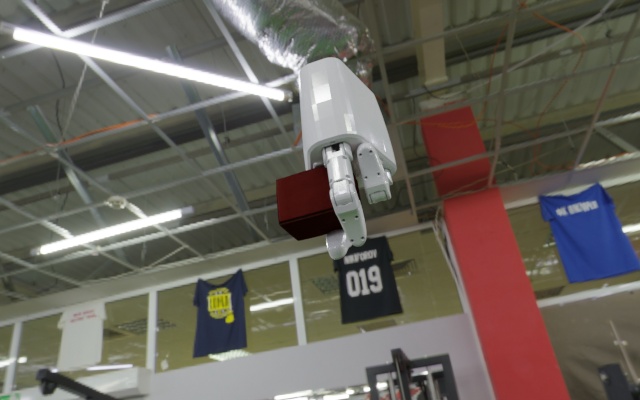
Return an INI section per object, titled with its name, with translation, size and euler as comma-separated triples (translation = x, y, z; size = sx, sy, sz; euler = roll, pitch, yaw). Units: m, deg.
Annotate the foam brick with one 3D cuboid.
[foam brick]
translation = 0.000, 0.002, 0.486
size = 0.078, 0.051, 0.053
euler = -16, -28, 11
